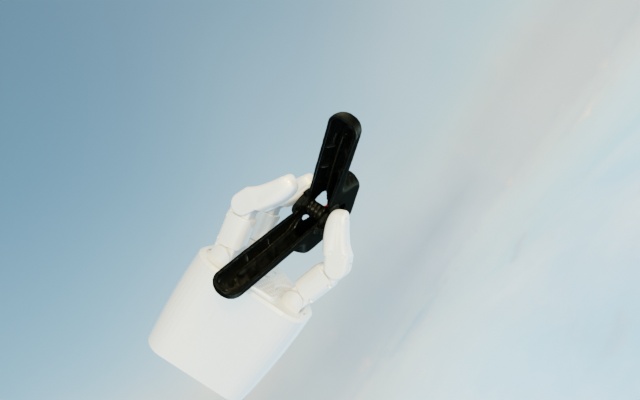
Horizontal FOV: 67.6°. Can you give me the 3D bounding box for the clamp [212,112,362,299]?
[{"bbox_3d":[0.001,0.002,0.430,0.036,0.164,0.210,39,13,12],"label":"clamp"}]
